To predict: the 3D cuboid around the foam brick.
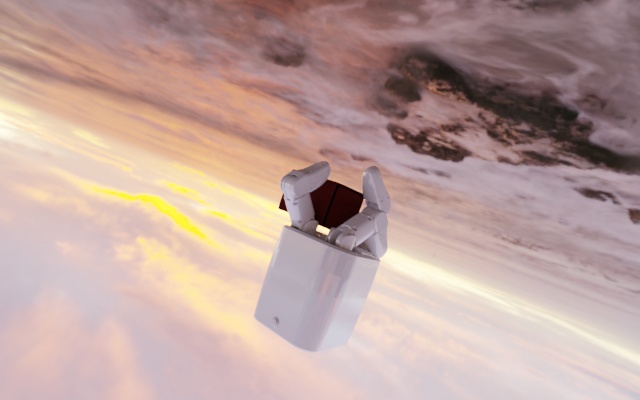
[{"bbox_3d":[0.000,0.002,0.547,0.078,0.051,0.053,20,-1,44],"label":"foam brick"}]
